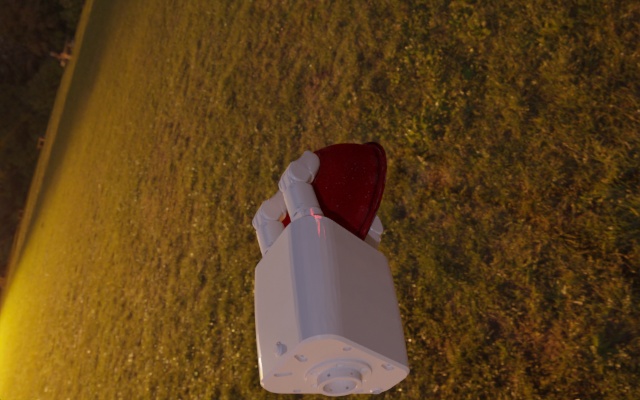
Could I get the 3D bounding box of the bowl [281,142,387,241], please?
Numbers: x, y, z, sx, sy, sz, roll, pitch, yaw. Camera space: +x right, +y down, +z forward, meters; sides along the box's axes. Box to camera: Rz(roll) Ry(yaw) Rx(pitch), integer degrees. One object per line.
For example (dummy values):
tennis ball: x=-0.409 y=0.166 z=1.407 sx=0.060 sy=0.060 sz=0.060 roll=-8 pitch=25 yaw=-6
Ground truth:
bowl: x=0.000 y=0.001 z=0.492 sx=0.055 sy=0.162 sz=0.162 roll=25 pitch=-8 yaw=-18
